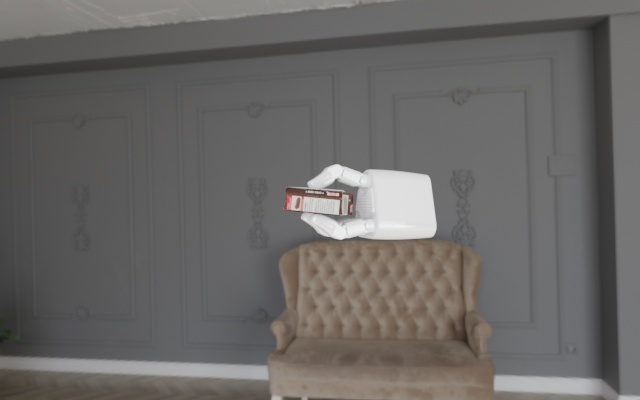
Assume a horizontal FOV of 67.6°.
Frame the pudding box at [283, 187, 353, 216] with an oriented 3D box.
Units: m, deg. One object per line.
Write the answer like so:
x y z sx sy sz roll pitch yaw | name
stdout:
0.000 0.002 0.744 0.090 0.039 0.113 4 -2 11 | pudding box
